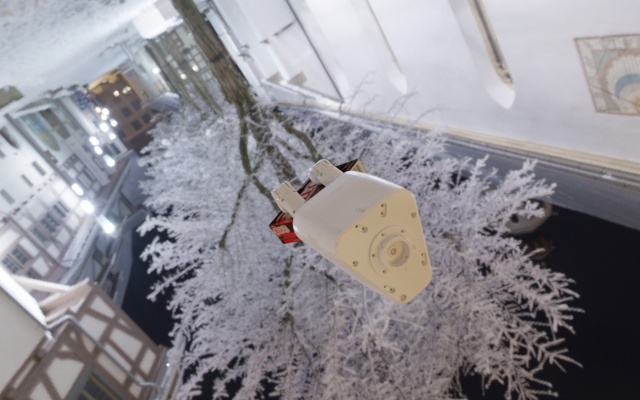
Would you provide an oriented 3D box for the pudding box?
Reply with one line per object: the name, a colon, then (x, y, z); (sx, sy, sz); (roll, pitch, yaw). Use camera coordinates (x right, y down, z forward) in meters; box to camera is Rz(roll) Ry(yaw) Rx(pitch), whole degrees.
pudding box: (0.000, 0.002, 0.596); (0.090, 0.039, 0.113); (-13, 28, 46)
